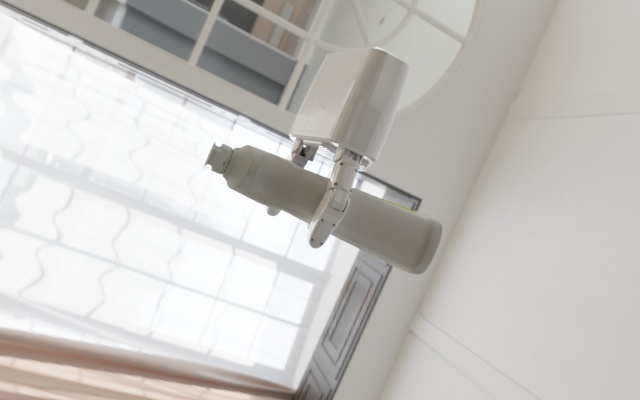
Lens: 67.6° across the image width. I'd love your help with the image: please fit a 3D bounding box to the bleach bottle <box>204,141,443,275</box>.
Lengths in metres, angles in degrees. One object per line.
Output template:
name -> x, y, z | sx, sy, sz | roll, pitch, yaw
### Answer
bleach bottle -> 0.000, 0.002, 0.511 | 0.251, 0.068, 0.102 | 24, -3, -18
